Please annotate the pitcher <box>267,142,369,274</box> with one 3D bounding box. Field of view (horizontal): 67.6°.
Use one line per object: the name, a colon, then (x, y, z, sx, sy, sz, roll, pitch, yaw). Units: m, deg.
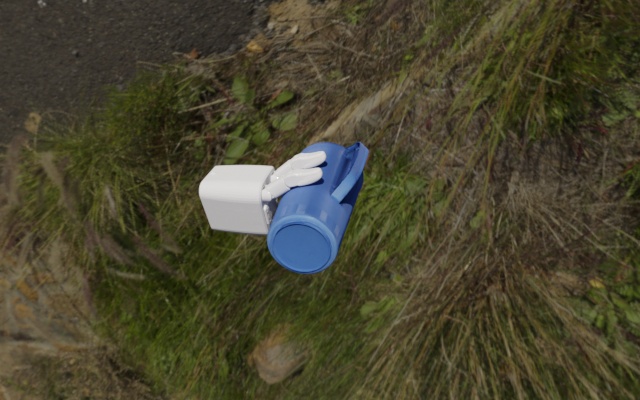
pitcher: (0.000, 0.003, 0.792, 0.145, 0.149, 0.242, 3, 31, 10)
